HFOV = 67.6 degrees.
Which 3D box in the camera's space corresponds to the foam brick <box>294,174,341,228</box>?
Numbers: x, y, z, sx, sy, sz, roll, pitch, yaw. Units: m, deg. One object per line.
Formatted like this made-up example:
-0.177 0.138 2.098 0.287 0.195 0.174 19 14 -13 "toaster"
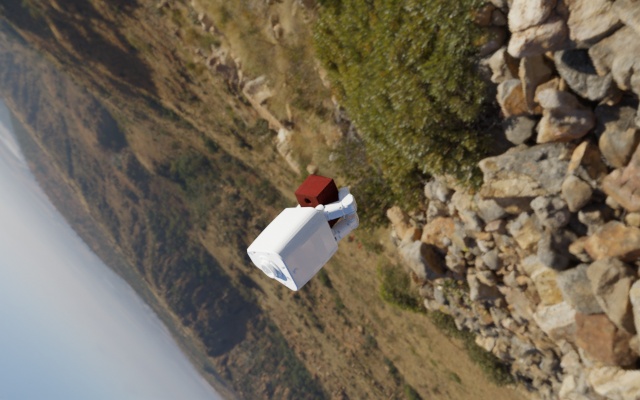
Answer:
0.000 0.002 0.828 0.053 0.078 0.051 12 48 41 "foam brick"
